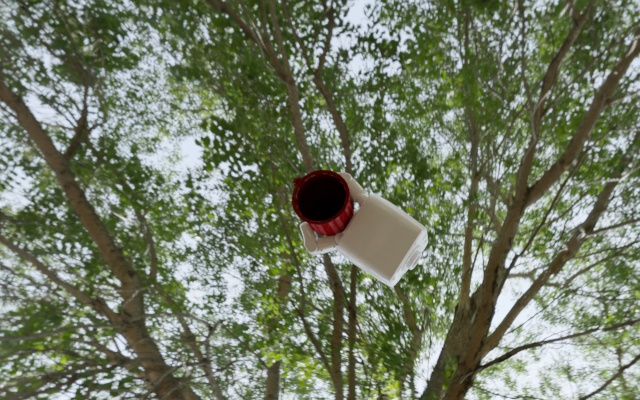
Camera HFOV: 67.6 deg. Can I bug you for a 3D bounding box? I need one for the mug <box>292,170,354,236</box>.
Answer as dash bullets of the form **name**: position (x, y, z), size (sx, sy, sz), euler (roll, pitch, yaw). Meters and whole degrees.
- **mug**: position (-0.001, 0.002, 0.783), size (0.117, 0.093, 0.081), euler (35, -10, 24)
